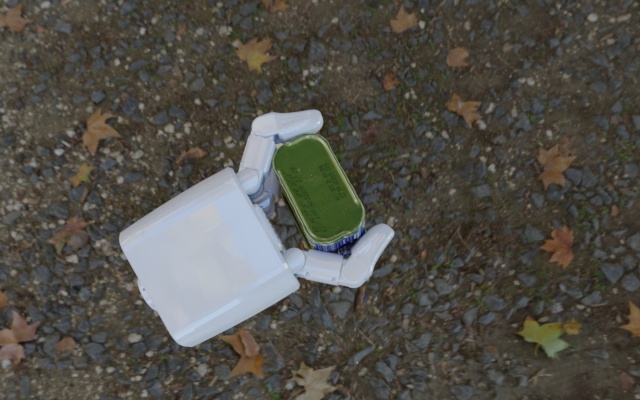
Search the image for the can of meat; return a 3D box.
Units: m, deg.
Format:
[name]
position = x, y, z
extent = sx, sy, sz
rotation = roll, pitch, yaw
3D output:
[can of meat]
position = 0.000, 0.001, 0.424
extent = 0.057, 0.102, 0.084
rotation = -27, -18, -4
